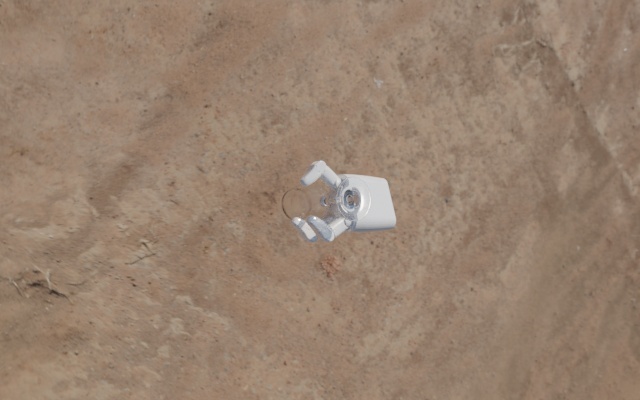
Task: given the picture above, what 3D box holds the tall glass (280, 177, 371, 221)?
[{"bbox_3d":[0.000,0.003,0.872,0.079,0.079,0.201,0,-3,-34],"label":"tall glass"}]
